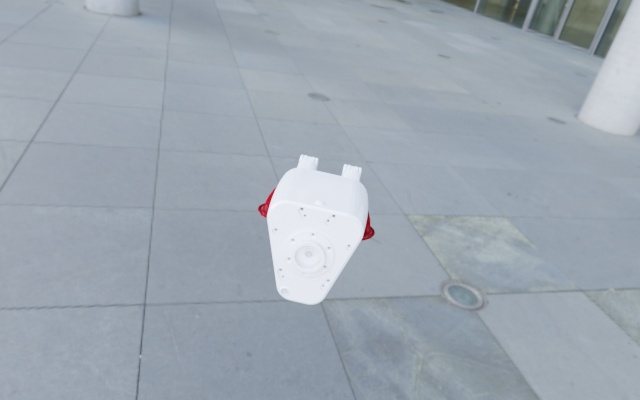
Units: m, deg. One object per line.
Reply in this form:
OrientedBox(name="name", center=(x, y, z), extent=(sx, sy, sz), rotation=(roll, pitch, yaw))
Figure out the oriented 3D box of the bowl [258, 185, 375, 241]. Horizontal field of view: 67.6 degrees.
OrientedBox(name="bowl", center=(0.000, 0.001, 0.644), extent=(0.162, 0.055, 0.162), rotation=(12, 11, -2))
